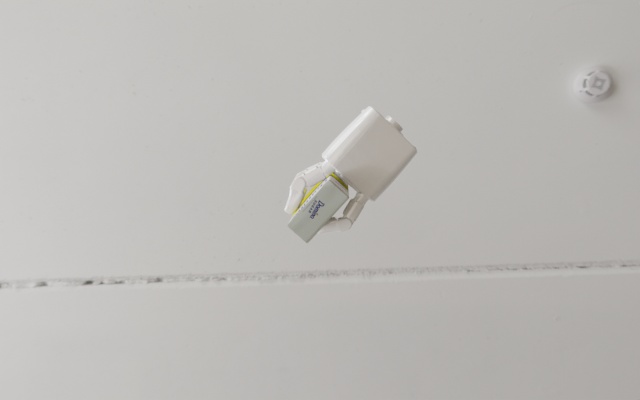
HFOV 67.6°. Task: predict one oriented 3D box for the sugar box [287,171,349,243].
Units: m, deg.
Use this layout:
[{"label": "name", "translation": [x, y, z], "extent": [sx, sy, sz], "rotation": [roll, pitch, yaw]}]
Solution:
[{"label": "sugar box", "translation": [0.000, 0.002, 0.754], "extent": [0.048, 0.093, 0.176], "rotation": [42, 8, -2]}]
